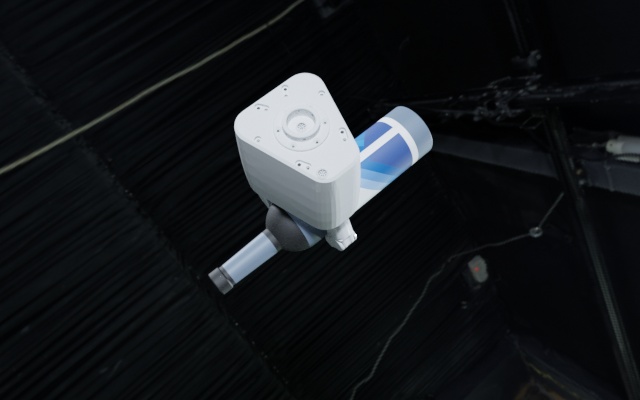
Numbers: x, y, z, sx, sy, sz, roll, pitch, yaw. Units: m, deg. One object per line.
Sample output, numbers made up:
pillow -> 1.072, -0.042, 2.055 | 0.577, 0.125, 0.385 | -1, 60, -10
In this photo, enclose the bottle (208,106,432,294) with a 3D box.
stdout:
bottle -> 0.000, 0.002, 0.545 | 0.295, 0.069, 0.069 | -38, 11, -14
